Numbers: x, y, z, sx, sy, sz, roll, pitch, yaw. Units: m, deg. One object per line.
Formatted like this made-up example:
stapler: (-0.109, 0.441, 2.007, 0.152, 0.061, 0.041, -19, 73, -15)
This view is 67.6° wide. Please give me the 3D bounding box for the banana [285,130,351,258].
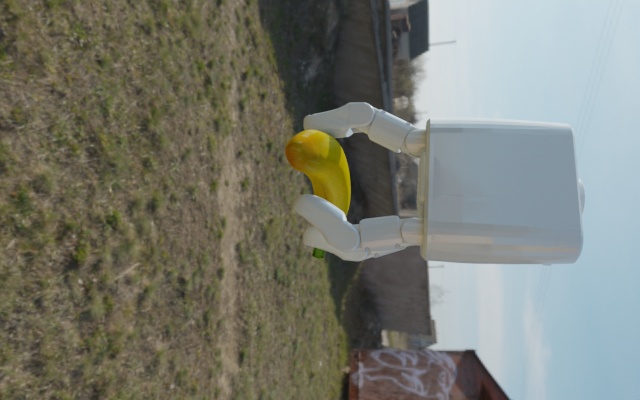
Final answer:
banana: (0.004, -0.013, 0.422, 0.037, 0.069, 0.198, 7, -28, 11)
